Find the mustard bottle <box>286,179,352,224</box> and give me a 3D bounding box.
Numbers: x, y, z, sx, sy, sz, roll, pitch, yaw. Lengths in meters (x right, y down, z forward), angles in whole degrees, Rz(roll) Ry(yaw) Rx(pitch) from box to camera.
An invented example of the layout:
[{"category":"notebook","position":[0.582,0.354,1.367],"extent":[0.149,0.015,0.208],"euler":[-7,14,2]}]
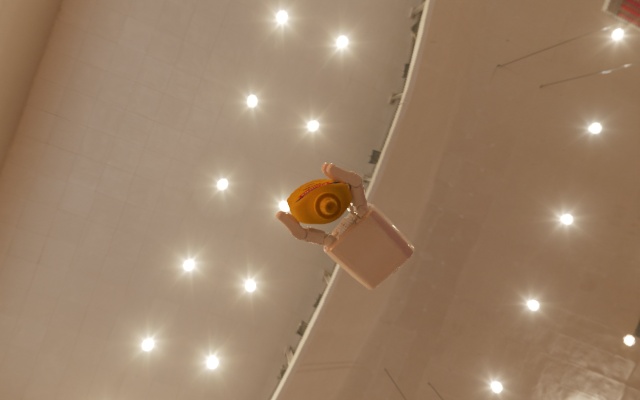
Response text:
[{"category":"mustard bottle","position":[0.000,0.002,0.774],"extent":[0.096,0.058,0.191],"euler":[-22,8,-7]}]
